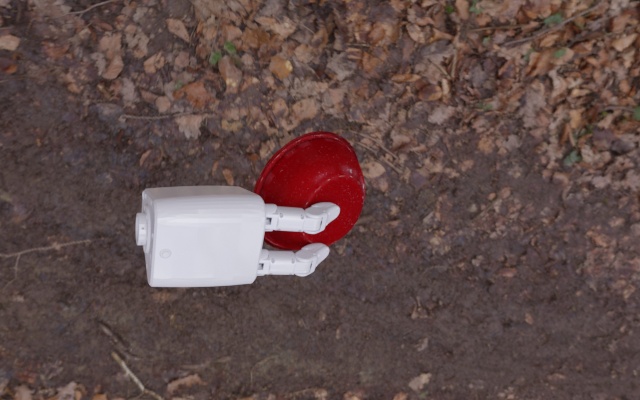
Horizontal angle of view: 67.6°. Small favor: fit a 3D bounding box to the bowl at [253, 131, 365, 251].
[{"bbox_3d":[0.001,0.002,0.574,0.162,0.162,0.055,0,25,-40],"label":"bowl"}]
